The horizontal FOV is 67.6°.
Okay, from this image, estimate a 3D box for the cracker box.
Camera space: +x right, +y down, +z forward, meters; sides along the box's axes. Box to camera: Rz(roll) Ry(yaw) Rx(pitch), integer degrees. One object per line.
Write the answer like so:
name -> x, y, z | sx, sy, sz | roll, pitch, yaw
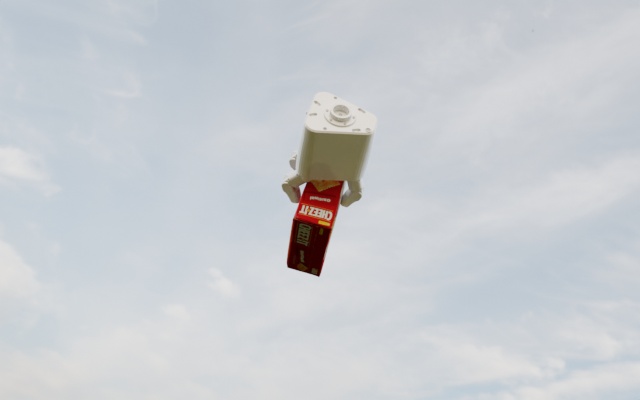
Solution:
cracker box -> 0.000, 0.003, 0.865 | 0.072, 0.213, 0.164 | 15, -38, 3
